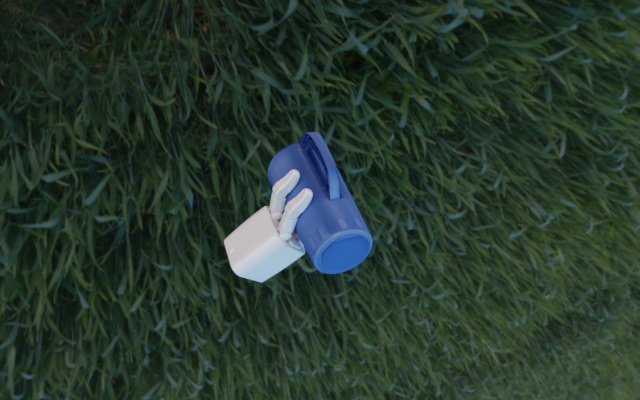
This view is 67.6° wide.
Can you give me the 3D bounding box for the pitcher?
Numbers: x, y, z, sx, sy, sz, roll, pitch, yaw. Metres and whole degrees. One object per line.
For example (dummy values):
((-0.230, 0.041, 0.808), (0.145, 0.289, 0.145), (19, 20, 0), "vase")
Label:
((0.000, 0.003, 0.861), (0.145, 0.242, 0.149), (-37, -43, 10), "pitcher")
